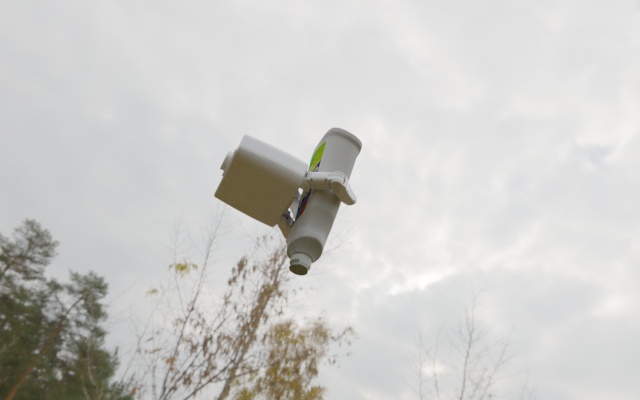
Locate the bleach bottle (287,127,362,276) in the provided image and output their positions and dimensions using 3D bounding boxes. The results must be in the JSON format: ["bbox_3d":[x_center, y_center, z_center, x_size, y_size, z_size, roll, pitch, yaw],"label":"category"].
[{"bbox_3d":[0.000,0.002,0.746,0.068,0.250,0.103,27,-42,-12],"label":"bleach bottle"}]
